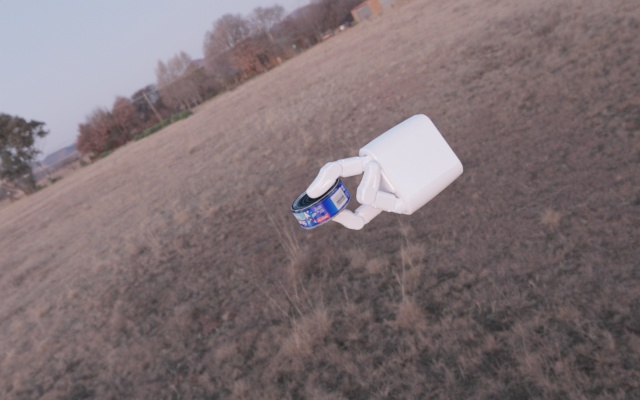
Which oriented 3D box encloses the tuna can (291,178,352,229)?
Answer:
[{"bbox_3d":[0.000,0.002,0.694,0.086,0.034,0.086,-30,18,11],"label":"tuna can"}]
